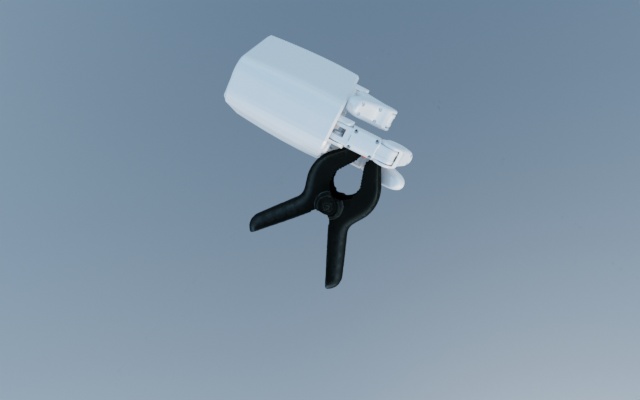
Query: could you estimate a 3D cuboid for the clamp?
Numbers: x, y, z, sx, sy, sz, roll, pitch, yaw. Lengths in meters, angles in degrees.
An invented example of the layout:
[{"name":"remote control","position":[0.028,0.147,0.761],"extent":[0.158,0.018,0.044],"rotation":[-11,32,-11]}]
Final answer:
[{"name":"clamp","position":[0.000,0.002,0.510],"extent":[0.120,0.171,0.039],"rotation":[27,17,-2]}]
